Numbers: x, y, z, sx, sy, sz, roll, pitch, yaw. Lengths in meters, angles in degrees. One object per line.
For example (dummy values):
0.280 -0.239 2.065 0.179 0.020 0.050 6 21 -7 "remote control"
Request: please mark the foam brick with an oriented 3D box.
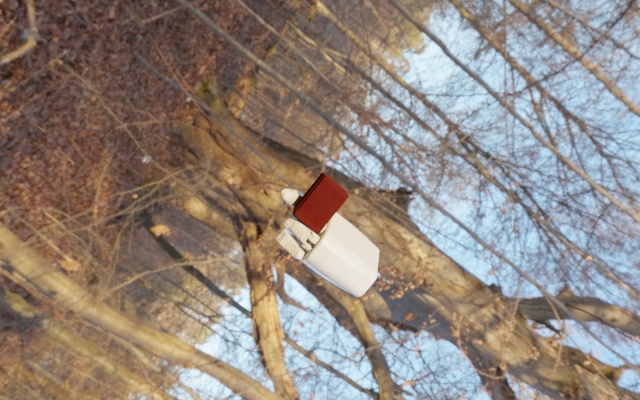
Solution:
0.000 0.002 0.742 0.051 0.078 0.053 38 8 -7 "foam brick"
